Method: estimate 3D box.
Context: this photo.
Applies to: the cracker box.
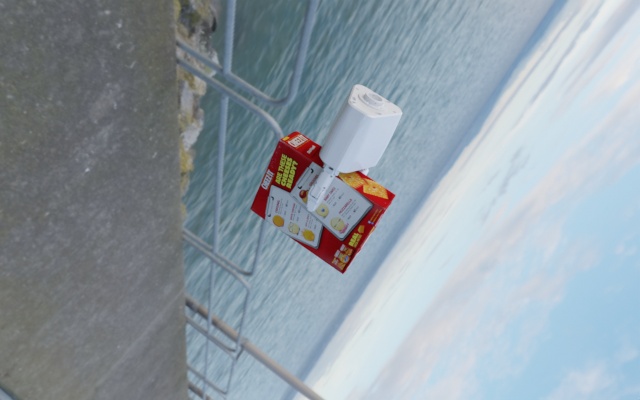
[{"bbox_3d":[0.000,0.003,0.852,0.213,0.164,0.072,34,33,10],"label":"cracker box"}]
